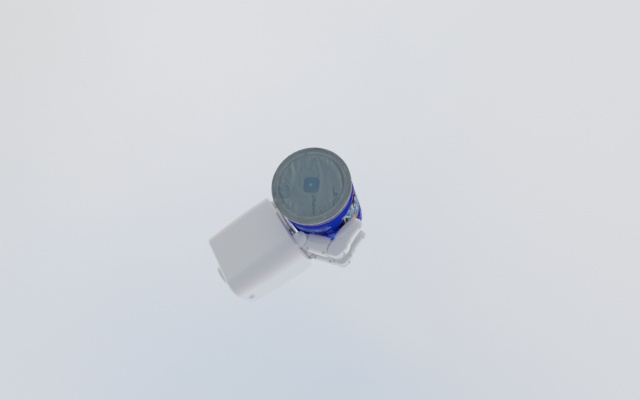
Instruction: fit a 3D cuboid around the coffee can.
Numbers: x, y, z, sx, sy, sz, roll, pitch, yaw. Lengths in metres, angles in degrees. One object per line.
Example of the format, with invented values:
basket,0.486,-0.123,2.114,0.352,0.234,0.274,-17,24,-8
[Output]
coffee can,0.000,0.002,0.659,0.103,0.102,0.140,0,-19,11
